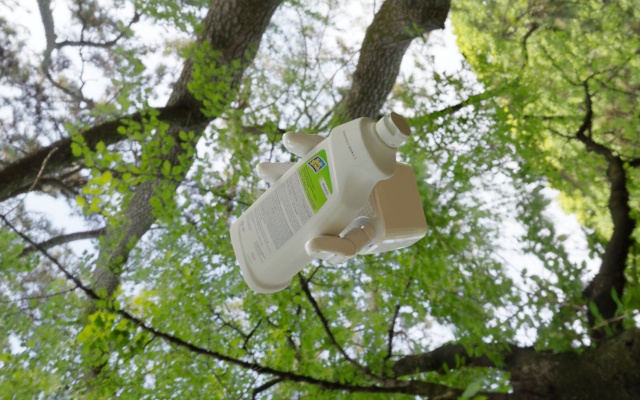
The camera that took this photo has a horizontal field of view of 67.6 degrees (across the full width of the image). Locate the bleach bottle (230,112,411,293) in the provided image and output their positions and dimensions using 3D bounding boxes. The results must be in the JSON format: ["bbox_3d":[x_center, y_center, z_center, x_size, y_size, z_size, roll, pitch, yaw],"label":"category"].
[{"bbox_3d":[0.000,0.002,0.516,0.068,0.102,0.251,1,-33,-48],"label":"bleach bottle"}]
